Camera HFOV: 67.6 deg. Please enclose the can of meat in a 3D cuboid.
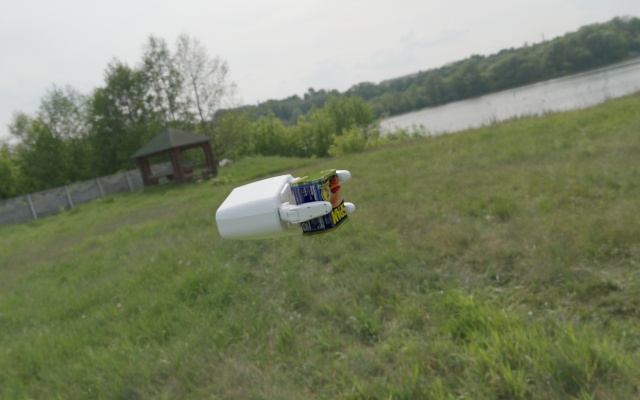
[{"bbox_3d":[0.000,0.002,0.732,0.057,0.084,0.102,-11,9,21],"label":"can of meat"}]
